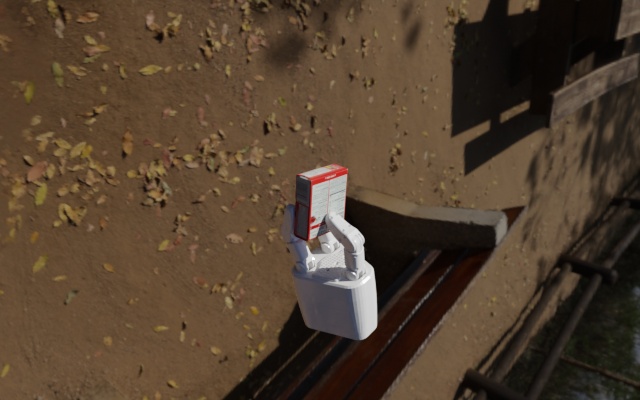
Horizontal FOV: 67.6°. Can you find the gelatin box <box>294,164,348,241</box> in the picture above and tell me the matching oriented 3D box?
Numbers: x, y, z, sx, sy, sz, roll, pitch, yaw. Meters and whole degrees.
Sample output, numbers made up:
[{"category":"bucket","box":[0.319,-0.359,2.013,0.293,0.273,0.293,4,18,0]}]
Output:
[{"category":"gelatin box","box":[0.000,0.002,0.637,0.030,0.089,0.073,22,29,37]}]
